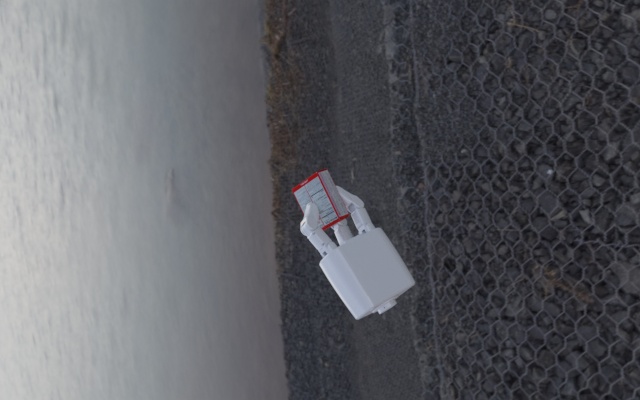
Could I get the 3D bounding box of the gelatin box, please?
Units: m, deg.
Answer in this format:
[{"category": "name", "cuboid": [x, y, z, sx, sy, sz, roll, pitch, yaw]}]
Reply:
[{"category": "gelatin box", "cuboid": [0.000, 0.002, 0.796, 0.030, 0.089, 0.073, -21, -8, -44]}]
